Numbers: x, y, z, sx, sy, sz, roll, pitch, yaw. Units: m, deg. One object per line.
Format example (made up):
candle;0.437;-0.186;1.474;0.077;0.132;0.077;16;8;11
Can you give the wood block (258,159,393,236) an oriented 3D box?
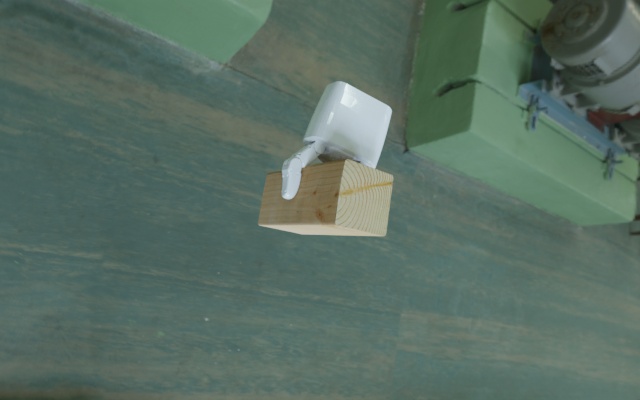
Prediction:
wood block;0.000;0.002;0.716;0.091;0.090;0.206;16;-12;-34
